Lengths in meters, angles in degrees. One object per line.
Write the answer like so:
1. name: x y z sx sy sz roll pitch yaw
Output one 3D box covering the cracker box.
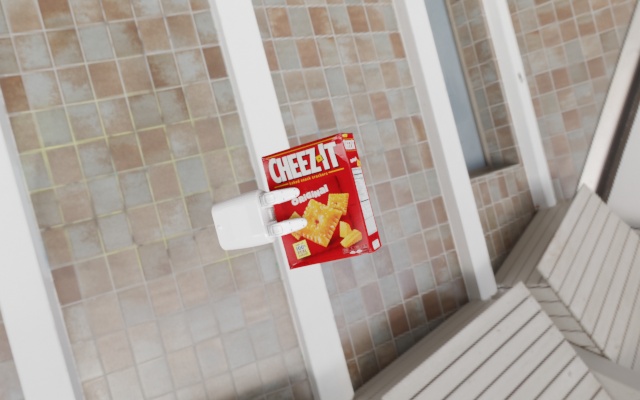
1. cracker box: 0.000 0.003 0.855 0.164 0.213 0.072 -14 1 22
